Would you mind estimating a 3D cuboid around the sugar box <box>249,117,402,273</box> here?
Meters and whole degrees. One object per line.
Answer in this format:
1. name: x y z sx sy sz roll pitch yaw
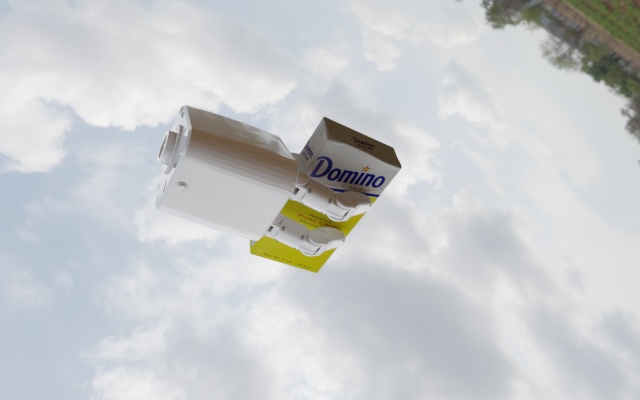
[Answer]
1. sugar box: 0.000 0.002 0.528 0.093 0.048 0.176 19 -53 -25
